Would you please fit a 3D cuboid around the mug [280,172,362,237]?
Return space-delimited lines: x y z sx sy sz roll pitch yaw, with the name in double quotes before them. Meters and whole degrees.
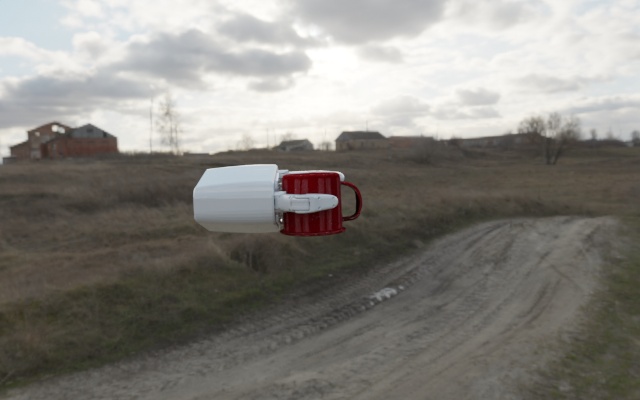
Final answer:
"mug" 0.002 0.002 0.666 0.117 0.081 0.093 -2 5 -2
